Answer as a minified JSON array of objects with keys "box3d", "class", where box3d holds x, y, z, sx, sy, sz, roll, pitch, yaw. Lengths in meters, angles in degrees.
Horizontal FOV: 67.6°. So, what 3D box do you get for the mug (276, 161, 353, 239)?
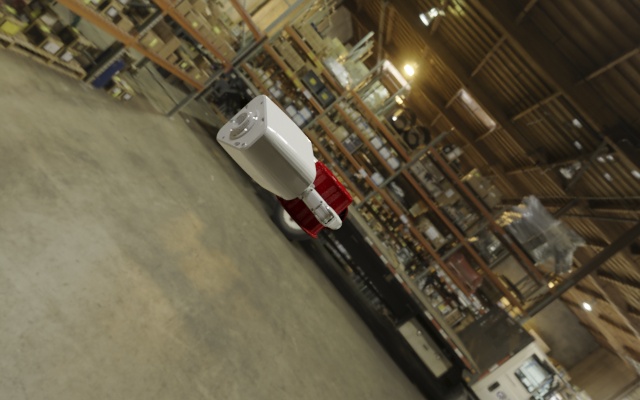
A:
[{"box3d":[0.001,0.003,0.719,0.117,0.081,0.093,45,7,-38],"class":"mug"}]
